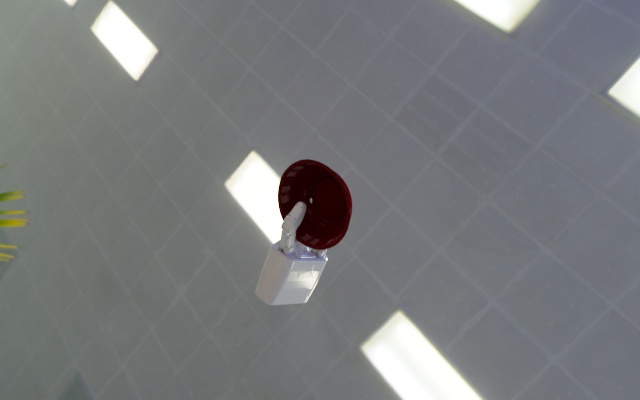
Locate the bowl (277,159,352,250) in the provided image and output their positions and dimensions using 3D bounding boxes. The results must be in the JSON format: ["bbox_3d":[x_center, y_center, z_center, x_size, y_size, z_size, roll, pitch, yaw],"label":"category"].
[{"bbox_3d":[0.001,0.002,0.847,0.162,0.162,0.055,0,13,39],"label":"bowl"}]
